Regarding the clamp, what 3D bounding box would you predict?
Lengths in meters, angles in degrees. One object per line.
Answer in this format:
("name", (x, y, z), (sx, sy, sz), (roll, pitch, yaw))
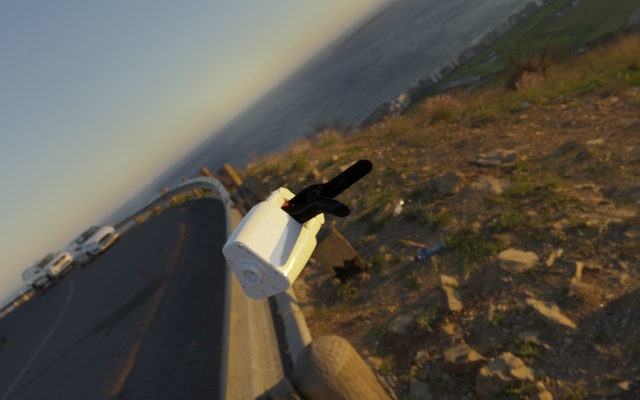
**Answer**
("clamp", (0.000, 0.002, 0.745), (0.171, 0.039, 0.120), (-28, 19, 34))
